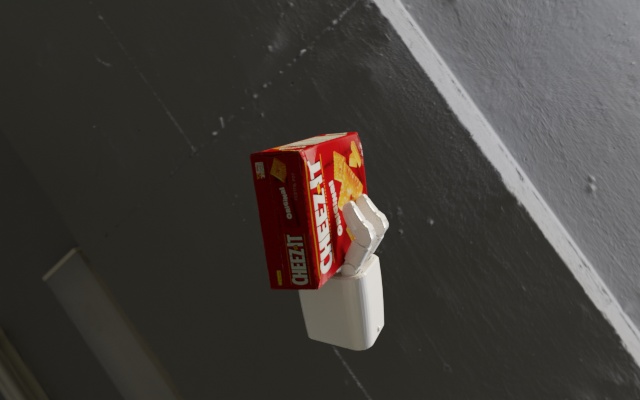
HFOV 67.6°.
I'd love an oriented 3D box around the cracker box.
[{"bbox_3d":[0.000,0.002,0.629,0.072,0.164,0.213,-3,12,23],"label":"cracker box"}]
